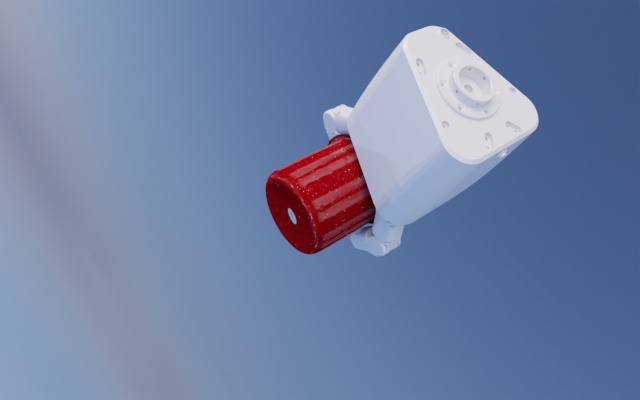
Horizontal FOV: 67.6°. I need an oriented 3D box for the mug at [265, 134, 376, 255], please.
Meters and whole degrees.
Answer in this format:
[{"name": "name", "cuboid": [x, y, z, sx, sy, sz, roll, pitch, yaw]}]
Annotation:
[{"name": "mug", "cuboid": [-0.001, 0.002, 0.447, 0.081, 0.093, 0.117, -28, -12, -28]}]
